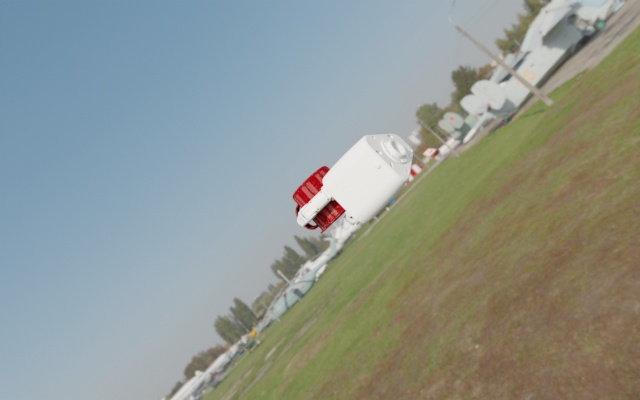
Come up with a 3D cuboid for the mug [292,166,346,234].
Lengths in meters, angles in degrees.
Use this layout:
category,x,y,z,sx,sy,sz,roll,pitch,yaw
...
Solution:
category,x,y,z,sx,sy,sz,roll,pitch,yaw
mug,-0.001,0.003,0.820,0.117,0.081,0.093,-46,-5,35
